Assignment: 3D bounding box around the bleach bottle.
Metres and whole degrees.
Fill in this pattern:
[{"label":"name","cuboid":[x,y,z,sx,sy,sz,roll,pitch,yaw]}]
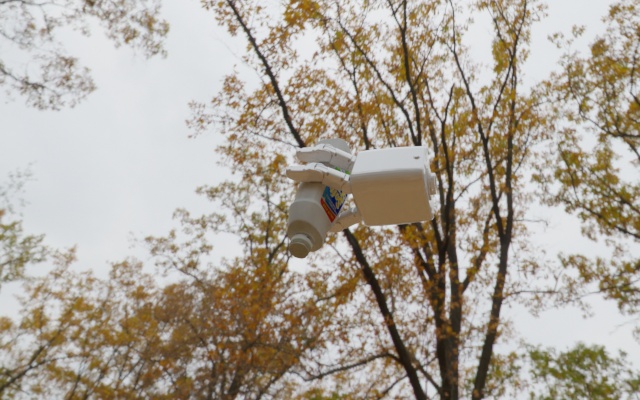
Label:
[{"label":"bleach bottle","cuboid":[0.000,0.002,0.750,0.068,0.103,0.250,-5,34,19]}]
